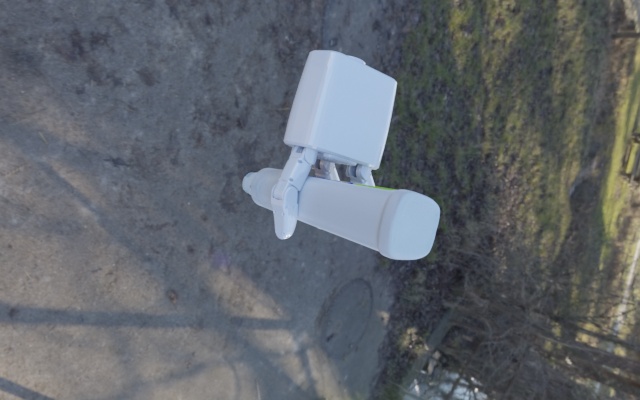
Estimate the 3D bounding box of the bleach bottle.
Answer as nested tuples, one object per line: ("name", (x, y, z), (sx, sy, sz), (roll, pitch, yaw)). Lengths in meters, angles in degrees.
("bleach bottle", (0.000, 0.002, 0.544), (0.251, 0.068, 0.102), (15, 2, 37))
